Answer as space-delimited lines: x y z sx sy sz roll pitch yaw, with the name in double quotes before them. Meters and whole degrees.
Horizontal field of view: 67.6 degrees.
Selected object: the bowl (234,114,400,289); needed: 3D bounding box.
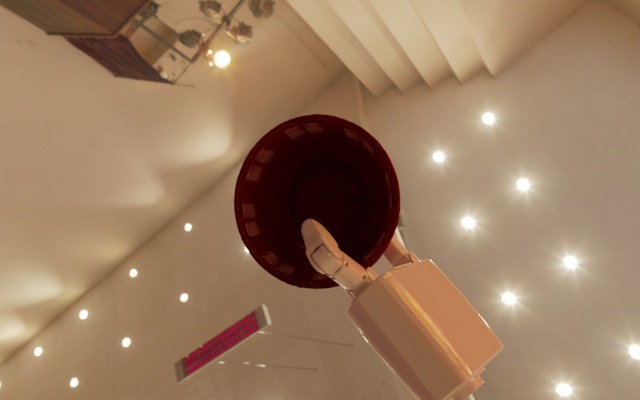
"bowl" 0.000 0.000 0.465 0.162 0.162 0.055 0 -1 17
